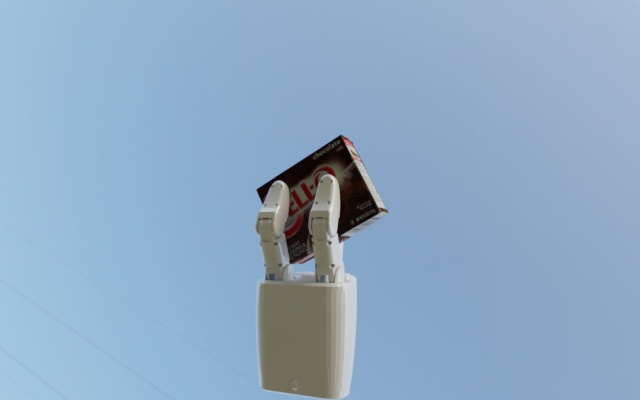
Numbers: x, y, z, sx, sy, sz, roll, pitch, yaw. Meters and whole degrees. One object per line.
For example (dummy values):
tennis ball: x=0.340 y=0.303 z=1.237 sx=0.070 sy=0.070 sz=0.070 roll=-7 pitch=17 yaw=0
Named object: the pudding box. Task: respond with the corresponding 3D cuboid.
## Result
pudding box: x=0.000 y=0.002 z=0.488 sx=0.113 sy=0.090 sz=0.039 roll=-31 pitch=-17 yaw=17
